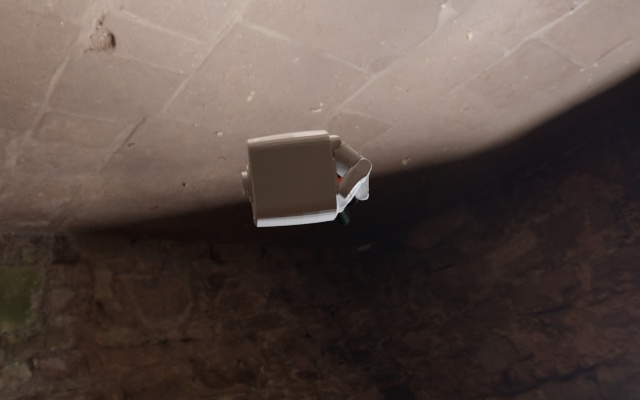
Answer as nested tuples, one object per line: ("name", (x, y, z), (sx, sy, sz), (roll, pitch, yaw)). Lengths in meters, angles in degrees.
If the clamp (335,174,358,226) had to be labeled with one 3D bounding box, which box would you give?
("clamp", (0.000, 0.003, 0.734), (0.120, 0.039, 0.171), (-4, -23, -11))
